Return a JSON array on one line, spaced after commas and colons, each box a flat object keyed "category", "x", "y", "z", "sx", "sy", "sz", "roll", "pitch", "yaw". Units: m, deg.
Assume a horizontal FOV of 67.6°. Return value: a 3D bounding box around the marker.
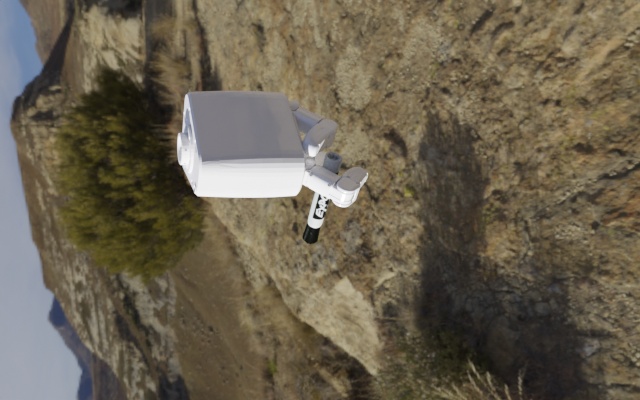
[{"category": "marker", "x": 0.000, "y": 0.002, "z": 0.530, "sx": 0.020, "sy": 0.121, "sz": 0.020, "roll": 11, "pitch": 36, "yaw": -8}]
